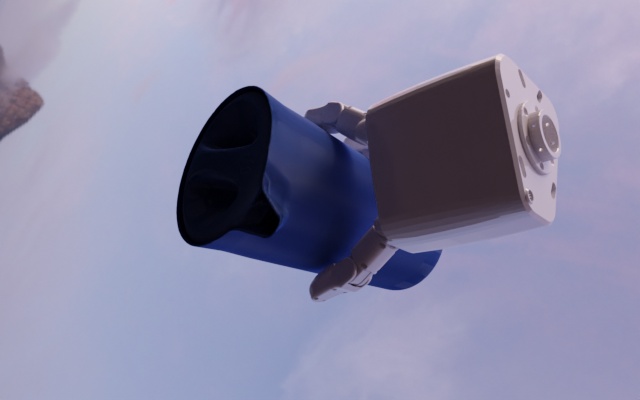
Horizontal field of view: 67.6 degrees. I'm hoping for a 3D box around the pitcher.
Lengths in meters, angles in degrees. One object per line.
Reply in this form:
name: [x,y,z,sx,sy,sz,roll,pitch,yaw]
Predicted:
pitcher: [0.000,0.001,0.448,0.243,0.149,0.145,24,-29,-38]
